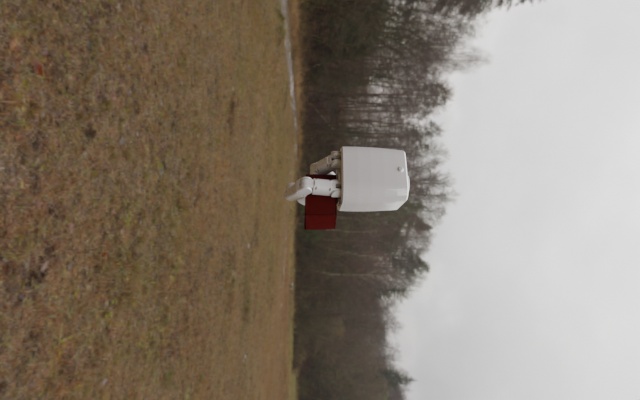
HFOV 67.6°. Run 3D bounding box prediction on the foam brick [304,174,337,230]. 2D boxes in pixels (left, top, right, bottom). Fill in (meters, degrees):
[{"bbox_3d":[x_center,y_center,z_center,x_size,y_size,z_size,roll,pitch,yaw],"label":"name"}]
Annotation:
[{"bbox_3d":[0.000,0.003,0.780,0.051,0.078,0.053,2,-28,-2],"label":"foam brick"}]
